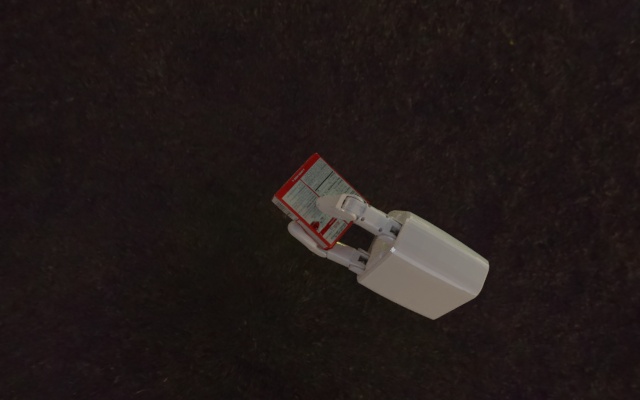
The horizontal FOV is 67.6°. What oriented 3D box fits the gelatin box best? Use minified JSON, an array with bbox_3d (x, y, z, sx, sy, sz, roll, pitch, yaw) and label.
[{"bbox_3d":[0.000,0.001,0.553,0.089,0.073,0.030,43,-19,-4],"label":"gelatin box"}]
